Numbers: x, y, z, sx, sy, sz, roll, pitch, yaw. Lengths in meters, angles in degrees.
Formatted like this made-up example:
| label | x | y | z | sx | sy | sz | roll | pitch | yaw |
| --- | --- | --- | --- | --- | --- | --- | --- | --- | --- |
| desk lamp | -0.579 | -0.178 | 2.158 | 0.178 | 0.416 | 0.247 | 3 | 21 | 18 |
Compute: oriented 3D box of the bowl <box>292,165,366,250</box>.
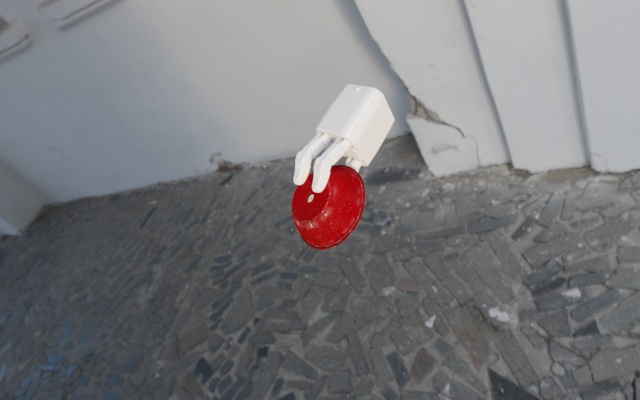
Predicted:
| label | x | y | z | sx | sy | sz | roll | pitch | yaw |
| --- | --- | --- | --- | --- | --- | --- | --- | --- | --- |
| bowl | -0.001 | 0.004 | 0.844 | 0.162 | 0.162 | 0.055 | 0 | -19 | 45 |
